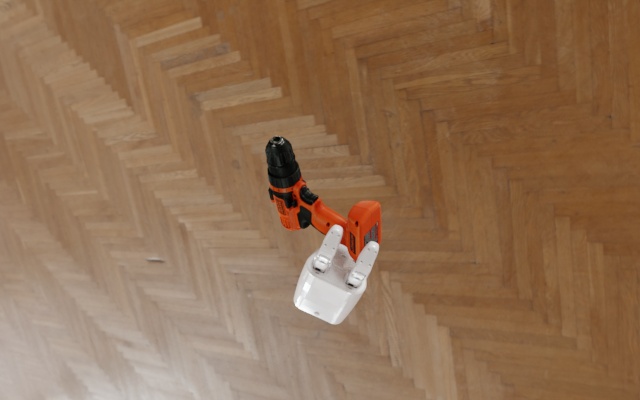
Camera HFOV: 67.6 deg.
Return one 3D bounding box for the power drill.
[{"bbox_3d":[0.000,0.003,0.712,0.187,0.185,0.057,29,58,30],"label":"power drill"}]
